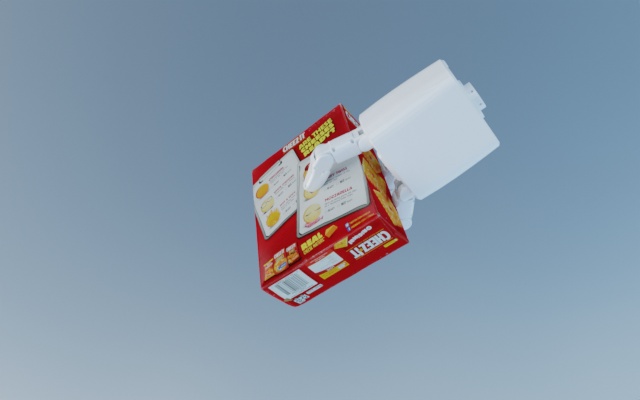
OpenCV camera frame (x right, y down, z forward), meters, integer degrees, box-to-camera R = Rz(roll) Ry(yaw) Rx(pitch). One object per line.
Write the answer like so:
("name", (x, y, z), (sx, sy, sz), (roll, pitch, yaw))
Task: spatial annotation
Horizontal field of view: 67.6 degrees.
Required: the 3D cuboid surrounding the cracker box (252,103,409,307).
("cracker box", (0.000, 0.002, 0.596), (0.164, 0.213, 0.072), (-34, -50, 19))
